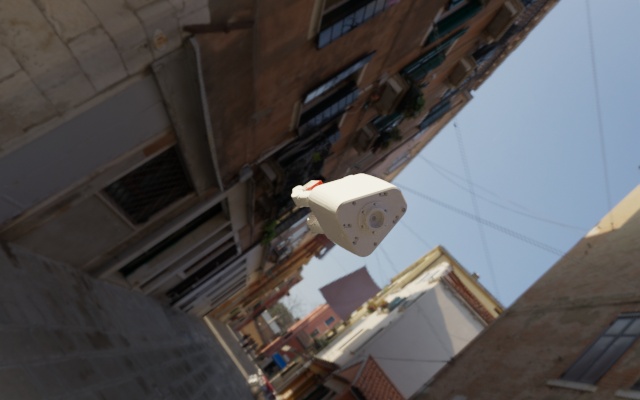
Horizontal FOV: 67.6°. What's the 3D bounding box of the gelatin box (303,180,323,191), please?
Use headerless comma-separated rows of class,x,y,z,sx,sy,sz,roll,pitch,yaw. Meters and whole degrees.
gelatin box,0.000,0.002,0.837,0.030,0.073,0.089,-33,8,-8
